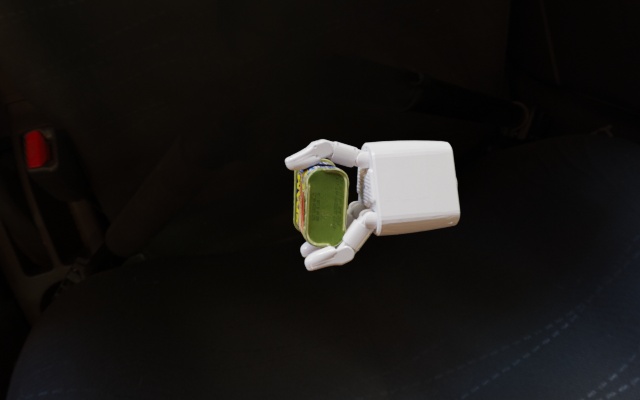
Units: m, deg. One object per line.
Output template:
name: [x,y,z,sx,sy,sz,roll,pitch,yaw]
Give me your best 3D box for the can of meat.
can of meat: [0.000,0.002,0.604,0.057,0.102,0.084,0,11,-11]
